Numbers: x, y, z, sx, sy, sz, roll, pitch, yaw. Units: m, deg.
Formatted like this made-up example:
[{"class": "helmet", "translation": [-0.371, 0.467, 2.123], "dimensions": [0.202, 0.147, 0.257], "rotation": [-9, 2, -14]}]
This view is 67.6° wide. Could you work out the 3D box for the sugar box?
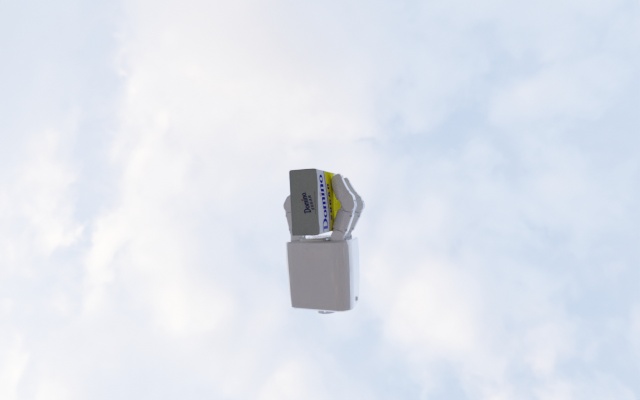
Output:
[{"class": "sugar box", "translation": [0.001, 0.002, 0.726], "dimensions": [0.048, 0.093, 0.176], "rotation": [-3, 0, 12]}]
